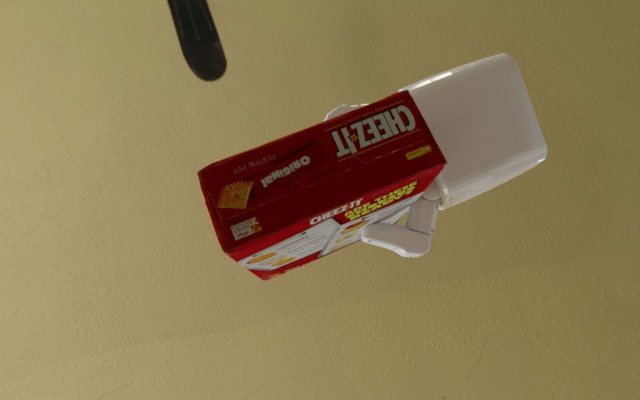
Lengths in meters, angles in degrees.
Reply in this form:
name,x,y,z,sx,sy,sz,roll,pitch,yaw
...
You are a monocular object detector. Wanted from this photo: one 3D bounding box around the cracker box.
name,x,y,z,sx,sy,sz,roll,pitch,yaw
cracker box,0.000,0.002,0.425,0.164,0.072,0.214,-23,-13,-5
